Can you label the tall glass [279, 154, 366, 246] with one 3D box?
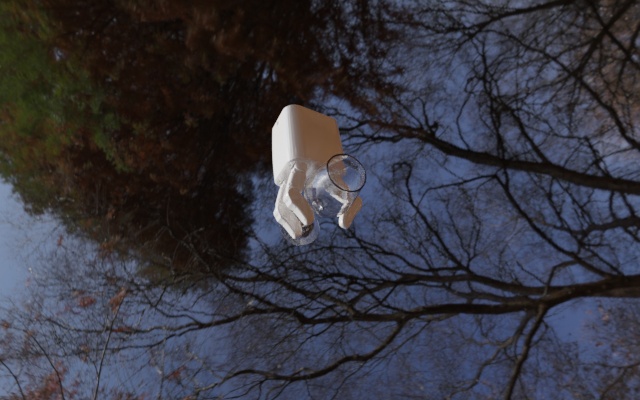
[{"bbox_3d":[0.000,0.003,0.754,0.079,0.079,0.201,0,-25,-24],"label":"tall glass"}]
